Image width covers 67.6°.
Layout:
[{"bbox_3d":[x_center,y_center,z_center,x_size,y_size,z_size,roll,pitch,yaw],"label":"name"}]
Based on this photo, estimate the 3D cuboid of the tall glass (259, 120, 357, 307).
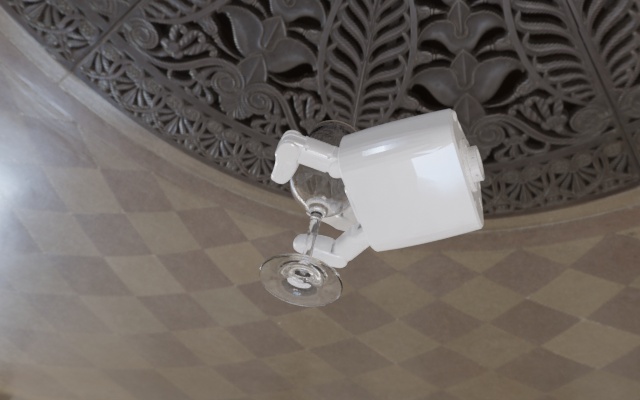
[{"bbox_3d":[0.000,0.002,0.482,0.079,0.079,0.200,0,44,14],"label":"tall glass"}]
